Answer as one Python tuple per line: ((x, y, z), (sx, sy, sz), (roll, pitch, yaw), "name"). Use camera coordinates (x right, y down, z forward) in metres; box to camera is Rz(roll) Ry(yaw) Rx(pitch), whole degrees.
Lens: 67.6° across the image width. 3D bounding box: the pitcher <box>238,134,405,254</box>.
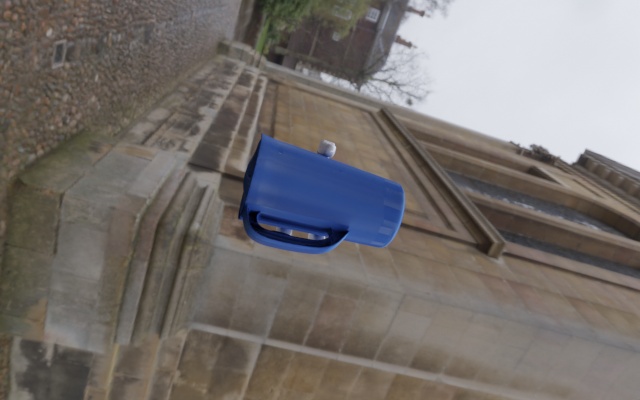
((0.000, 0.002, 0.733), (0.243, 0.149, 0.145), (16, 5, -11), "pitcher")
